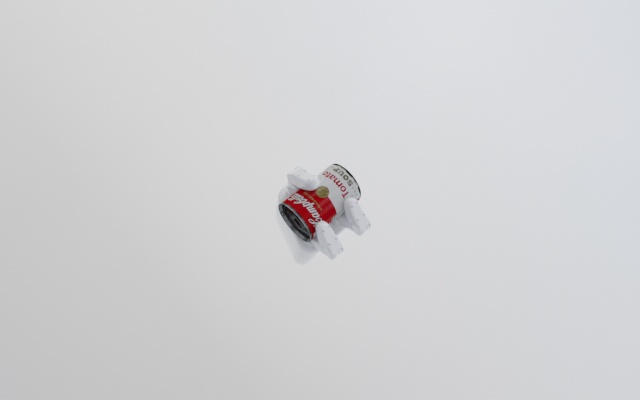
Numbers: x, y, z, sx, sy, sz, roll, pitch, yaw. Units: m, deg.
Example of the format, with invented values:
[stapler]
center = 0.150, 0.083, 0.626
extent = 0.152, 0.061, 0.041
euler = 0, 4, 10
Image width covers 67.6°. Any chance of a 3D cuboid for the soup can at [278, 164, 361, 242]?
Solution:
[soup can]
center = 0.000, 0.002, 0.683
extent = 0.102, 0.068, 0.068
euler = -39, 15, -20
